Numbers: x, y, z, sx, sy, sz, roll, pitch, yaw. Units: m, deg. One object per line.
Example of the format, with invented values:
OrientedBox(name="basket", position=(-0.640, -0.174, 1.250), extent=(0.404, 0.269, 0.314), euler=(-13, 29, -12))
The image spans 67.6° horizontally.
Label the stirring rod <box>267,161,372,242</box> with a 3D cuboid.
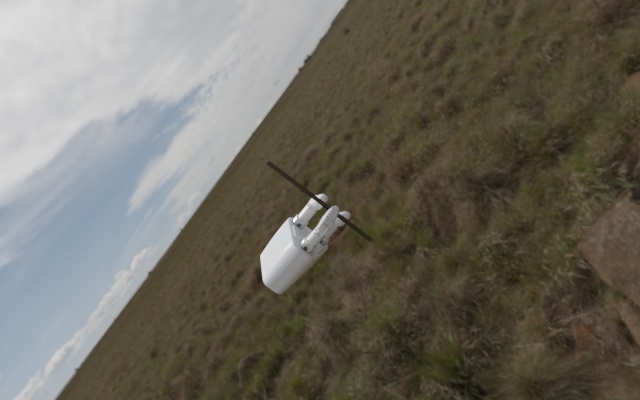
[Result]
OrientedBox(name="stirring rod", position=(0.000, 0.003, 0.875), extent=(0.239, 0.011, 0.011), euler=(37, -7, -10))
